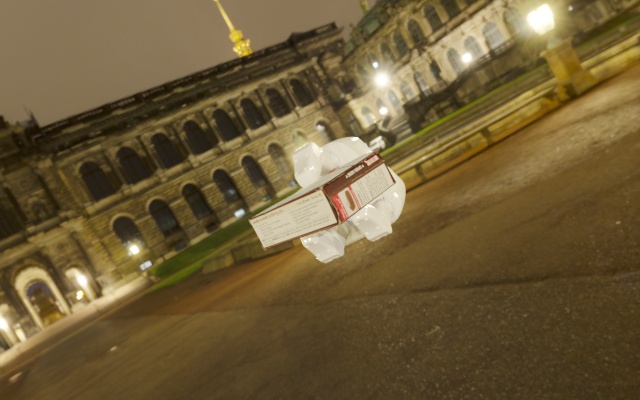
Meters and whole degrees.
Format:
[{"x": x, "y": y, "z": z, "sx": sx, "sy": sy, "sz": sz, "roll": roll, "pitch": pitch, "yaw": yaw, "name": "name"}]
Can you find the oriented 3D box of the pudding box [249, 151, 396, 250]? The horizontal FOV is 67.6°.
[{"x": 0.000, "y": 0.001, "z": 0.444, "sx": 0.113, "sy": 0.039, "sz": 0.090, "roll": -25, "pitch": 7, "yaw": 47, "name": "pudding box"}]
